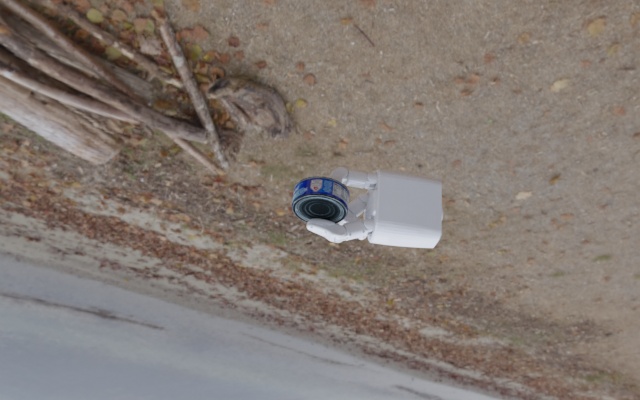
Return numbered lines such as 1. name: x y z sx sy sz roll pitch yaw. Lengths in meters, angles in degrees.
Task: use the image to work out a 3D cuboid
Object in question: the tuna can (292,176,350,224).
1. tuna can: 0.000 0.003 0.718 0.086 0.033 0.086 5 -34 3
